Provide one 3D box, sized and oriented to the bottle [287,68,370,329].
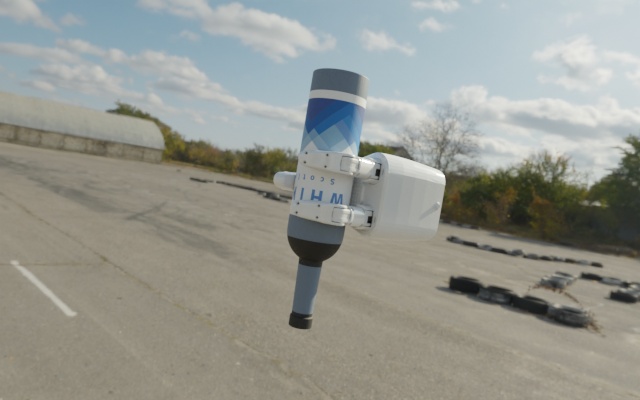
[{"bbox_3d":[0.000,0.002,0.555,0.069,0.295,0.069,9,1,0],"label":"bottle"}]
